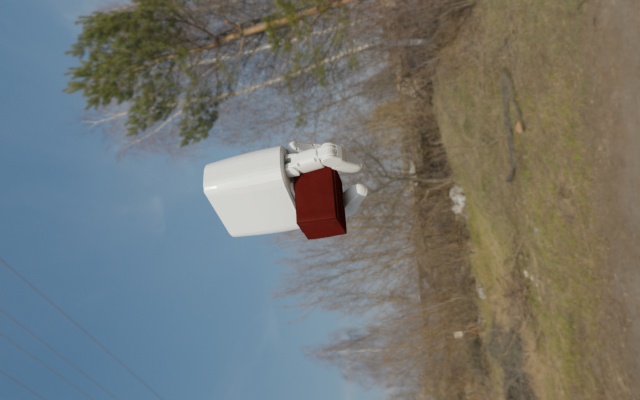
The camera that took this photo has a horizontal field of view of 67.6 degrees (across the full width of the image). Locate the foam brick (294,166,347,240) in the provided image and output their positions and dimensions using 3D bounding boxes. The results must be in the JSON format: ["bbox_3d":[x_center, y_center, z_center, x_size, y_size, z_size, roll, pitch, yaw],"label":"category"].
[{"bbox_3d":[0.000,0.002,0.588,0.051,0.078,0.053,-10,-29,11],"label":"foam brick"}]
